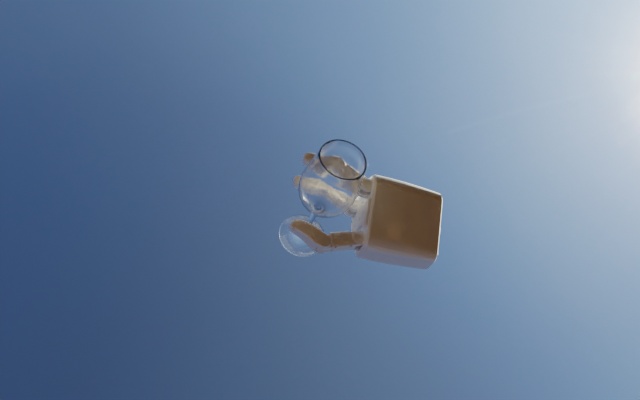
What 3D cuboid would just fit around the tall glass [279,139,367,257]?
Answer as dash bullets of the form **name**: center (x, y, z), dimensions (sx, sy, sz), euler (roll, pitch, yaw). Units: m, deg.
- **tall glass**: center (0.000, 0.003, 0.657), dimensions (0.079, 0.079, 0.201), euler (0, -32, -19)
